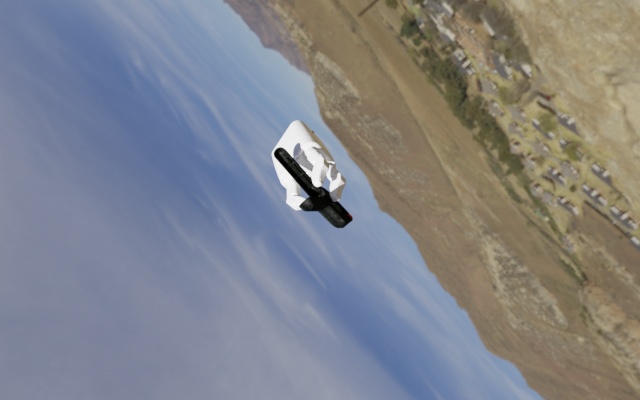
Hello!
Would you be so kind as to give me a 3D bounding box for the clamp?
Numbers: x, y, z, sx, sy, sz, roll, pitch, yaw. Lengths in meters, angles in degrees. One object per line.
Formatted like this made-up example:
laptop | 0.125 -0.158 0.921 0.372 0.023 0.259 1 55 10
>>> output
clamp | 0.000 0.004 0.892 0.210 0.036 0.164 42 16 -38
